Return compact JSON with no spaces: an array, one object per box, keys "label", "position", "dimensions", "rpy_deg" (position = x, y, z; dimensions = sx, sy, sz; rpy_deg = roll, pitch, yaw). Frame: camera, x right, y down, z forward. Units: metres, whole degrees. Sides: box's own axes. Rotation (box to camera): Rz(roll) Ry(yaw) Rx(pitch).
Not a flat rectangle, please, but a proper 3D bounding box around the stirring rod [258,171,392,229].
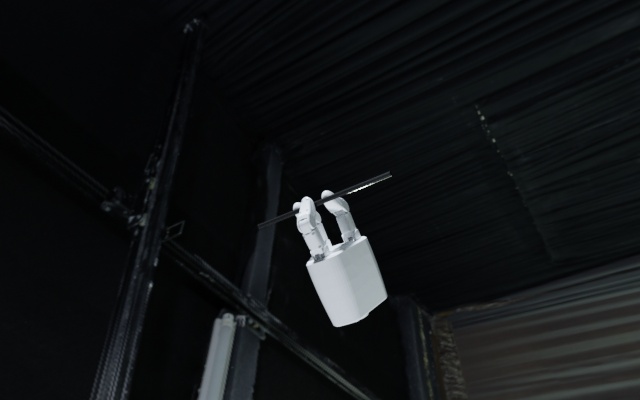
[{"label":"stirring rod","position":[0.000,0.002,0.737],"dimensions":[0.239,0.011,0.011],"rpy_deg":[-22,-10,25]}]
